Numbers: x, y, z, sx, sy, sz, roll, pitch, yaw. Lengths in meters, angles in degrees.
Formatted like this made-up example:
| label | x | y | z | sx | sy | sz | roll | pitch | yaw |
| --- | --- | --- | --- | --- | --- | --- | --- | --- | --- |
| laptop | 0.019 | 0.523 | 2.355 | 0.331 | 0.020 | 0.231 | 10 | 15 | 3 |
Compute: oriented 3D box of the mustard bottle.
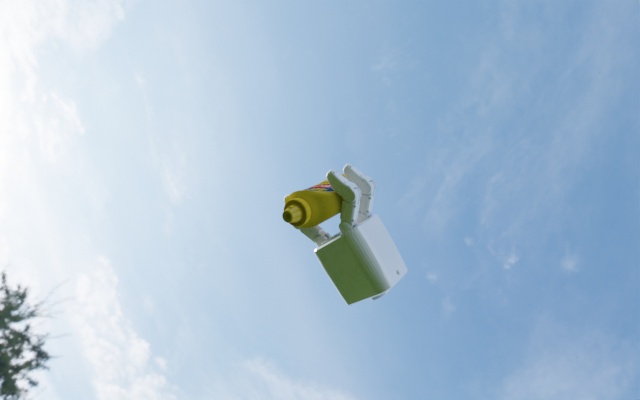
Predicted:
| label | x | y | z | sx | sy | sz | roll | pitch | yaw |
| --- | --- | --- | --- | --- | --- | --- | --- | --- | --- |
| mustard bottle | 0.000 | 0.002 | 0.748 | 0.096 | 0.058 | 0.191 | -4 | 11 | 31 |
